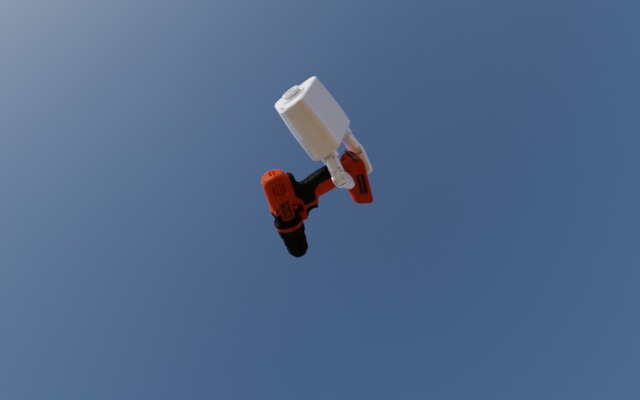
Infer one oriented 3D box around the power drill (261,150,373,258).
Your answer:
[{"bbox_3d":[0.000,0.002,0.876,0.187,0.184,0.057,-24,34,-11],"label":"power drill"}]
